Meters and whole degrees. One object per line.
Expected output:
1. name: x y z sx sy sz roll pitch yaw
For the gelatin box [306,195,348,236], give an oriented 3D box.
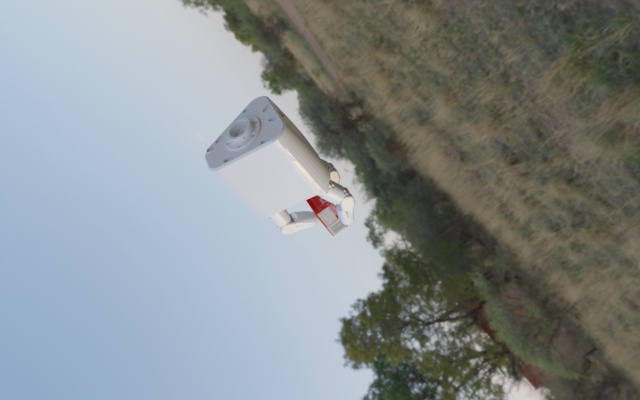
1. gelatin box: 0.000 0.003 0.687 0.030 0.073 0.089 -35 -31 1
